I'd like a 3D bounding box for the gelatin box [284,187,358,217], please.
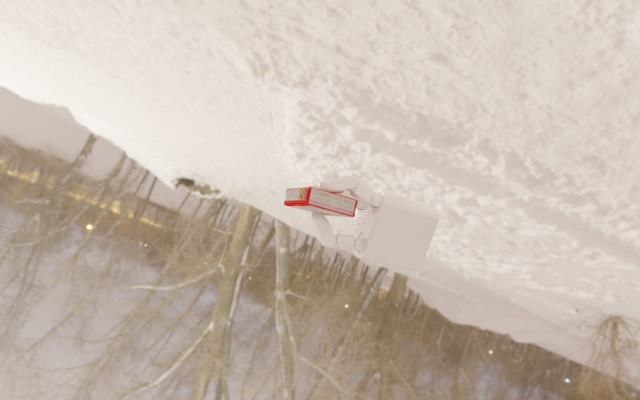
[{"bbox_3d":[0.000,0.003,0.730,0.089,0.030,0.073,15,-8,-31],"label":"gelatin box"}]
